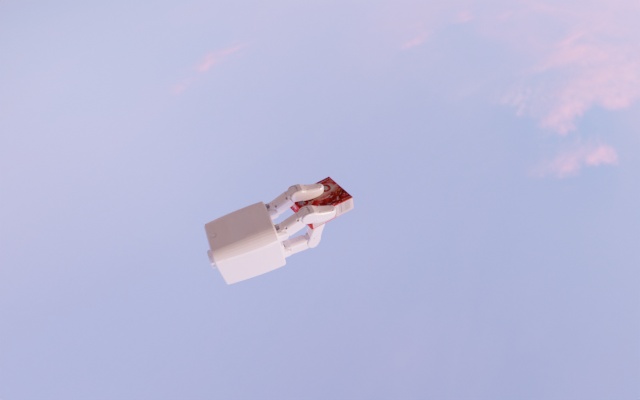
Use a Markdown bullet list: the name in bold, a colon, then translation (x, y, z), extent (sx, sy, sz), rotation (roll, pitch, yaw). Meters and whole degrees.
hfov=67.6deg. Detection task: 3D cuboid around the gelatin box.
- **gelatin box**: translation (0.000, 0.003, 0.814), extent (0.089, 0.030, 0.073), rotation (-26, 44, -22)
